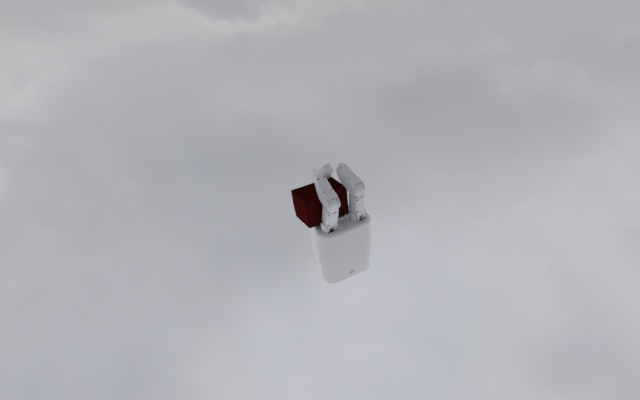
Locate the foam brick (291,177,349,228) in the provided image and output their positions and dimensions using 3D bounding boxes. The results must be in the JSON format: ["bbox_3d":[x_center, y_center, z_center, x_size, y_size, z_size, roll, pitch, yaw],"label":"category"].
[{"bbox_3d":[0.000,0.003,0.781,0.078,0.051,0.053,-20,32,-22],"label":"foam brick"}]
